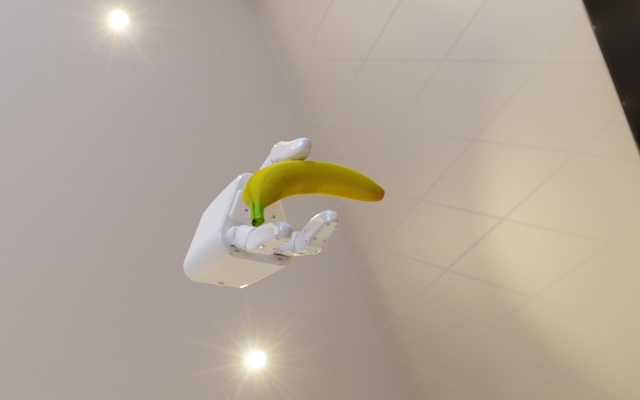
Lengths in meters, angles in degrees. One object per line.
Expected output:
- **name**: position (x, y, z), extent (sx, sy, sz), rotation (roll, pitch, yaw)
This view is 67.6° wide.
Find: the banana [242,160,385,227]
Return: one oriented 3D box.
- **banana**: position (-0.011, -0.013, 0.501), extent (0.198, 0.069, 0.037), rotation (-12, -26, -45)
